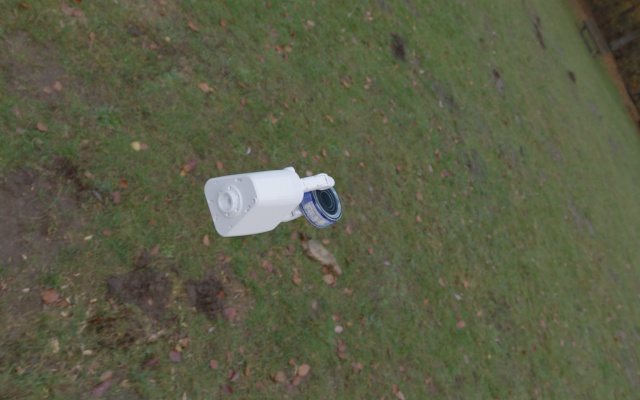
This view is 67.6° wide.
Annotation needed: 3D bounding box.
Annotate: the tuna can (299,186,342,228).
[{"bbox_3d":[0.001,0.003,0.839,0.034,0.086,0.086,-27,-14,30],"label":"tuna can"}]
